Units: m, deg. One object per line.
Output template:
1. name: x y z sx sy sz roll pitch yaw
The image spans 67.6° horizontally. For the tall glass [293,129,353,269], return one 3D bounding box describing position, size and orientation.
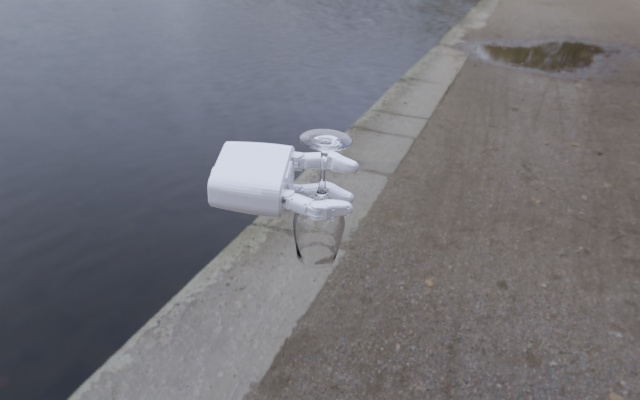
1. tall glass: 0.000 0.002 0.700 0.079 0.201 0.079 3 30 -2
